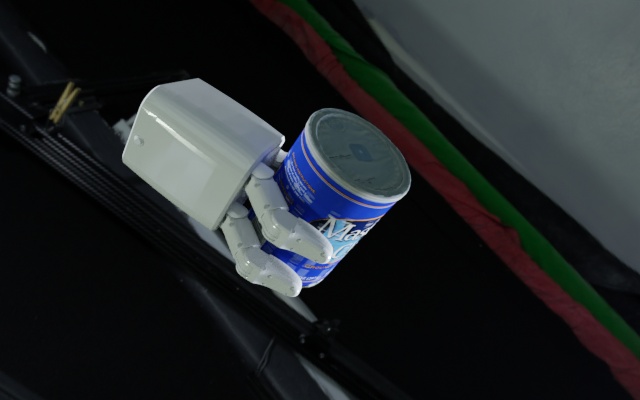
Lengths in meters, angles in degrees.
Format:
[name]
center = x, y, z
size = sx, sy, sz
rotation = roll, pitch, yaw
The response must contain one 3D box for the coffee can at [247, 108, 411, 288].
[coffee can]
center = 0.000, 0.001, 0.442
size = 0.103, 0.102, 0.140
rotation = 0, -38, -39
